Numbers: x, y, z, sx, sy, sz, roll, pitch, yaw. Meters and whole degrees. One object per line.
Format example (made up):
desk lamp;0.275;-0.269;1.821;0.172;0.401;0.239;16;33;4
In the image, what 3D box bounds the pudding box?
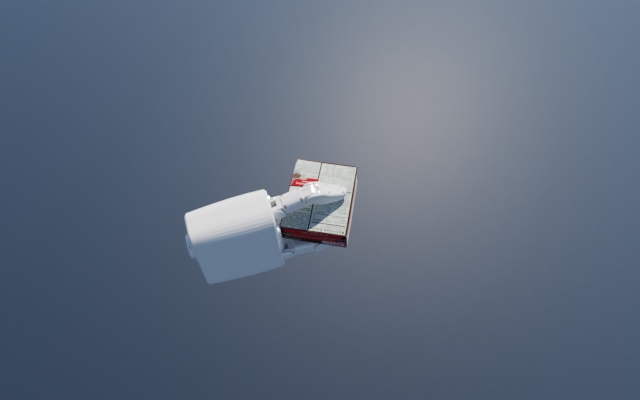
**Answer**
pudding box;0.000;0.002;0.644;0.090;0.113;0.039;9;-27;6
